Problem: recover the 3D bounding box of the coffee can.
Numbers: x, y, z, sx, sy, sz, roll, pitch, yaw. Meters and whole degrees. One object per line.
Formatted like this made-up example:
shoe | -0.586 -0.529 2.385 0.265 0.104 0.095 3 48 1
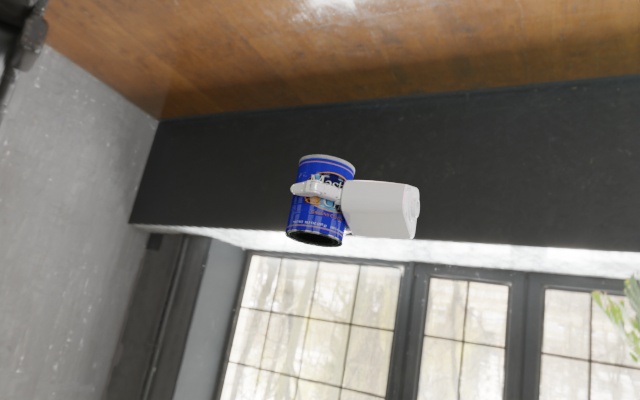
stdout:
coffee can | 0.000 0.003 0.847 0.103 0.140 0.103 10 -17 3
